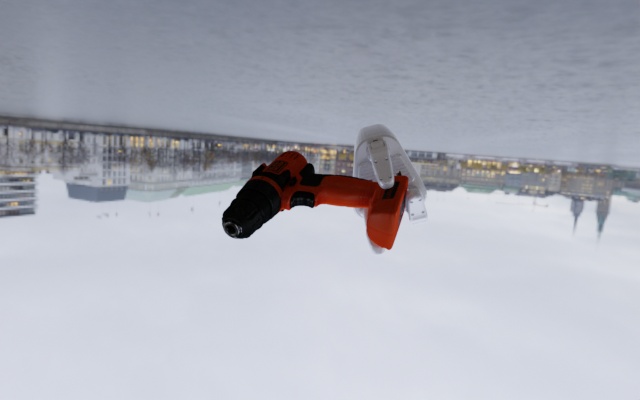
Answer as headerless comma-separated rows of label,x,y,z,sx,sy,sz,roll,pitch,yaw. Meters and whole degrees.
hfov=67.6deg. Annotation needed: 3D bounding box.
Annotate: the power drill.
power drill,0.001,0.002,0.557,0.187,0.057,0.184,13,32,15
